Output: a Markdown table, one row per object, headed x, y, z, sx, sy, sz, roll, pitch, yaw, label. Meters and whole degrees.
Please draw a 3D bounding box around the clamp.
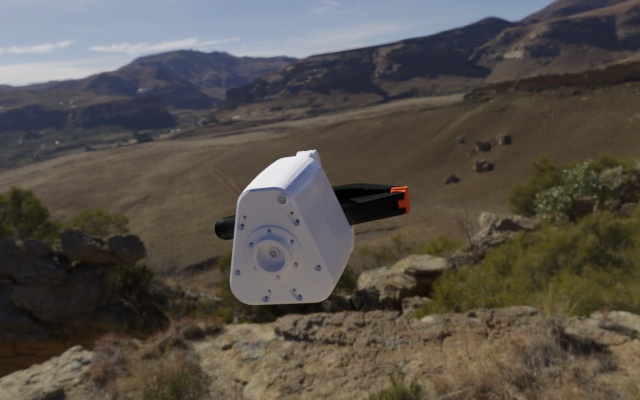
| x | y | z | sx | sy | sz | roll | pitch | yaw | label |
| --- | --- | --- | --- | --- | --- | --- | --- | --- | --- |
| 0.000 | 0.001 | 0.569 | 0.210 | 0.036 | 0.164 | -5 | 17 | 13 | clamp |
